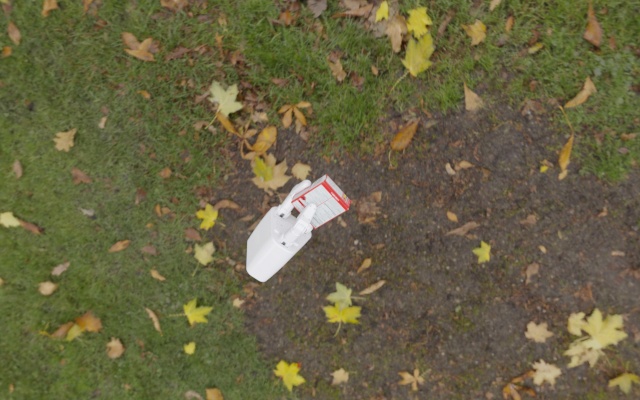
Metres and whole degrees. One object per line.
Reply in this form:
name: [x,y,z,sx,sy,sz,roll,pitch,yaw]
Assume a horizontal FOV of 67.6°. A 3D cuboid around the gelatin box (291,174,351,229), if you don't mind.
gelatin box: [0.000,0.003,0.893,0.089,0.073,0.030,-32,21,31]
